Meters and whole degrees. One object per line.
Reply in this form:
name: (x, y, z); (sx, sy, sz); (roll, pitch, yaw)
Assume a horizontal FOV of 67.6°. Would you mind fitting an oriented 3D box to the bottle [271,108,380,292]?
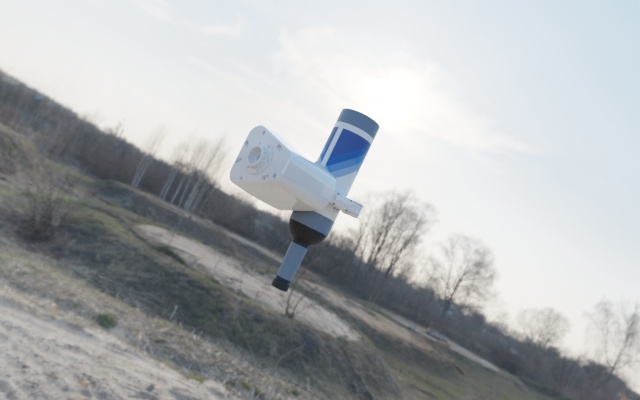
bottle: (0.000, 0.002, 0.743); (0.069, 0.295, 0.069); (26, -4, 2)
